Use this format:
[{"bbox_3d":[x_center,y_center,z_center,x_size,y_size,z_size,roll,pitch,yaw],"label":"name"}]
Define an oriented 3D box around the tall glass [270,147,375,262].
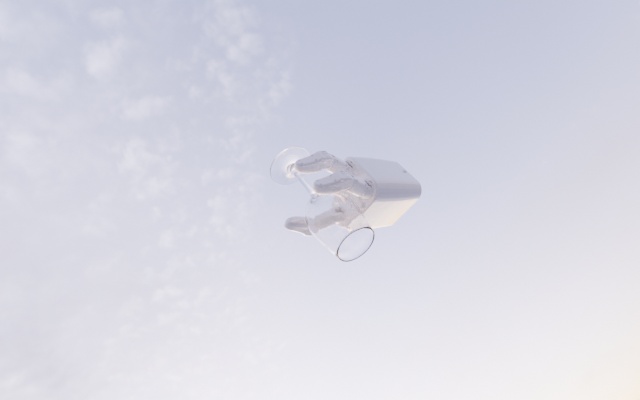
[{"bbox_3d":[0.000,0.002,0.717,0.079,0.079,0.201,0,36,-37],"label":"tall glass"}]
